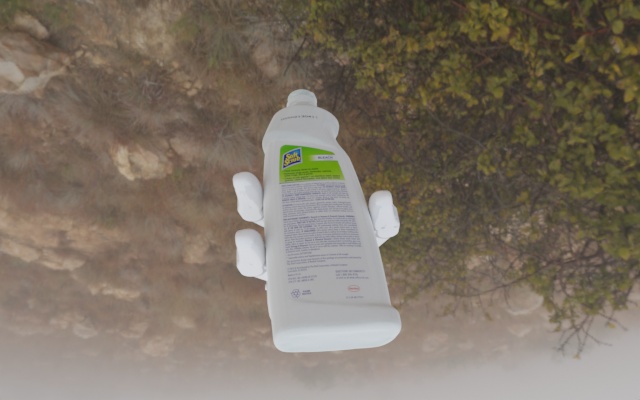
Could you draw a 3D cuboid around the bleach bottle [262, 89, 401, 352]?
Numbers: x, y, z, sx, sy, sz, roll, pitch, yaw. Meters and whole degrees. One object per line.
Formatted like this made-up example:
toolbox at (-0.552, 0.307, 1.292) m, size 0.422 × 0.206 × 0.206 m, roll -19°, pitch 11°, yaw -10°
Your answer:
bleach bottle at (0.000, 0.001, 0.430) m, size 0.102 × 0.250 × 0.068 m, roll -1°, pitch -31°, yaw -8°
